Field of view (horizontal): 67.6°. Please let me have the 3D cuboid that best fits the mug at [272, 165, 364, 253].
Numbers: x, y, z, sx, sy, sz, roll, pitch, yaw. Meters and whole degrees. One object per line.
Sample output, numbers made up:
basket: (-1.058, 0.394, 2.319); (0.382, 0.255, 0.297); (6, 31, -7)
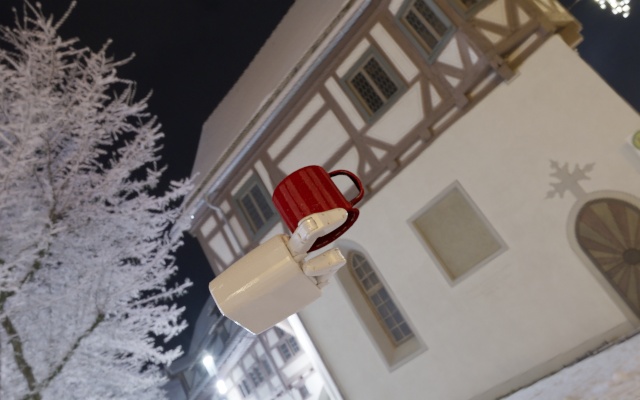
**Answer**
mug: (0.001, 0.001, 0.619); (0.117, 0.081, 0.093); (-34, -21, -2)
